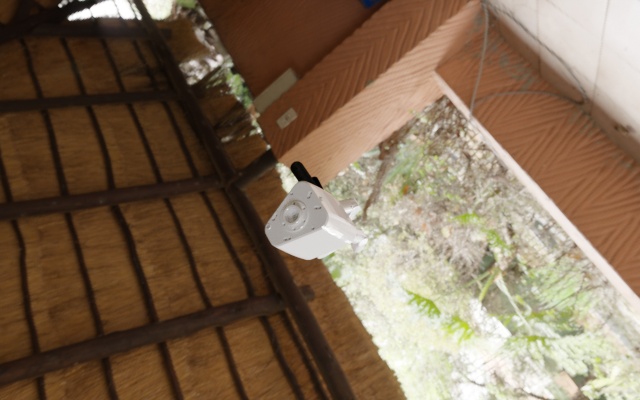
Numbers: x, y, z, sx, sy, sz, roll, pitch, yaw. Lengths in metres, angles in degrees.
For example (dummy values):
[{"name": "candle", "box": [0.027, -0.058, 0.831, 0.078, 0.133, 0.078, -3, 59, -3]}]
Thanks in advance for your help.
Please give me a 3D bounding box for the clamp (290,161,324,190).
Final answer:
[{"name": "clamp", "box": [0.000, 0.003, 0.881, 0.039, 0.171, 0.120, -38, -29, 11]}]
